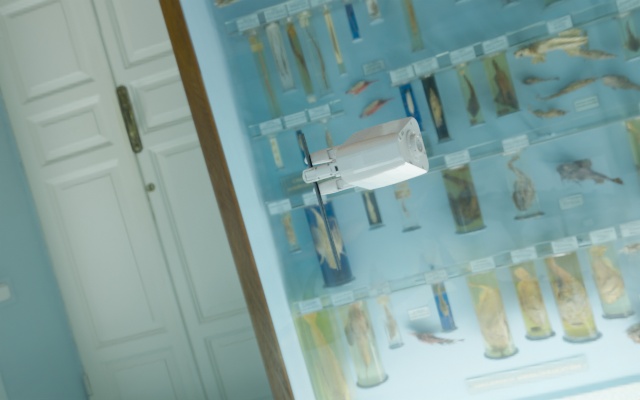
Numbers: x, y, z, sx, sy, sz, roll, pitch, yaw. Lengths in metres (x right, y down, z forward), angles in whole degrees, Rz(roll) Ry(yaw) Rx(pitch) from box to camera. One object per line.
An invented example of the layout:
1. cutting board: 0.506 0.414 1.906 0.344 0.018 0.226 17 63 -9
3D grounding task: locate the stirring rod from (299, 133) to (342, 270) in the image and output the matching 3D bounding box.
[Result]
1. stirring rod: 0.000 0.003 0.814 0.011 0.239 0.011 -16 2 1
